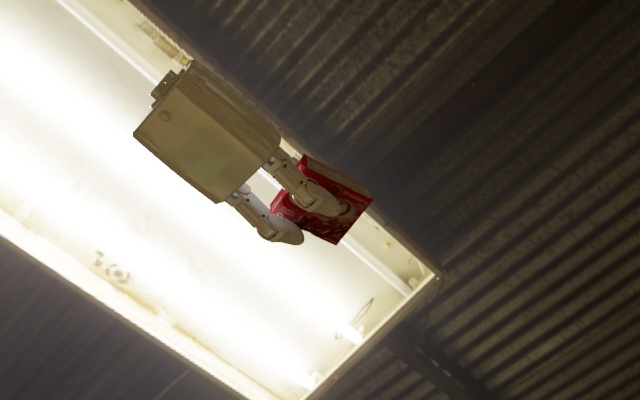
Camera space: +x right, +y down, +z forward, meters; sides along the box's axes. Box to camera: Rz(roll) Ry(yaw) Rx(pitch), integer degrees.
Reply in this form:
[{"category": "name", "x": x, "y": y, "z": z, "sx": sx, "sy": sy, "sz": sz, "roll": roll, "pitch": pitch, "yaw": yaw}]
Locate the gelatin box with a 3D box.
[{"category": "gelatin box", "x": 0.000, "y": 0.002, "z": 0.522, "sx": 0.089, "sy": 0.073, "sz": 0.030, "roll": 26, "pitch": 28, "yaw": -21}]
